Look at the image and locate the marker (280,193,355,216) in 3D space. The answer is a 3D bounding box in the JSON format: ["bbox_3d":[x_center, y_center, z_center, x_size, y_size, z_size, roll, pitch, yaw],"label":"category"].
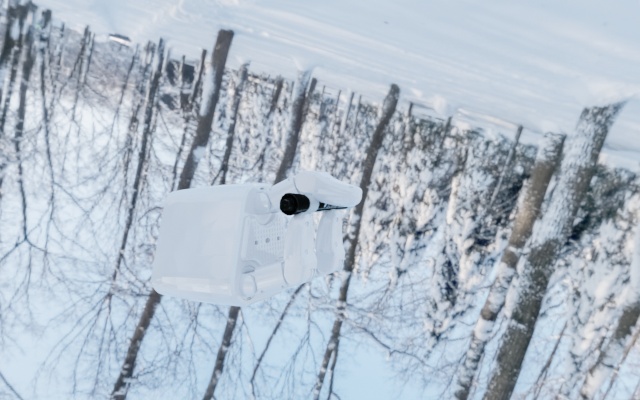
[{"bbox_3d":[0.000,0.001,0.436,0.020,0.020,0.121,0,2,29],"label":"marker"}]
